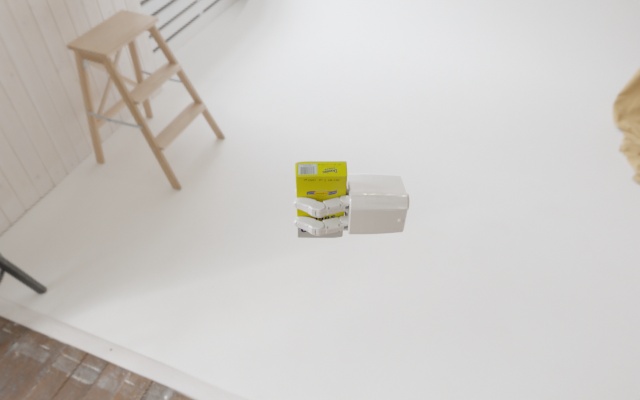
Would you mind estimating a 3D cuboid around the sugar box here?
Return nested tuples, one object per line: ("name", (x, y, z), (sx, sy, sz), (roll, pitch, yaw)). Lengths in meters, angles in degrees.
("sugar box", (0.000, 0.003, 0.899), (0.093, 0.048, 0.176), (0, -44, 0))
